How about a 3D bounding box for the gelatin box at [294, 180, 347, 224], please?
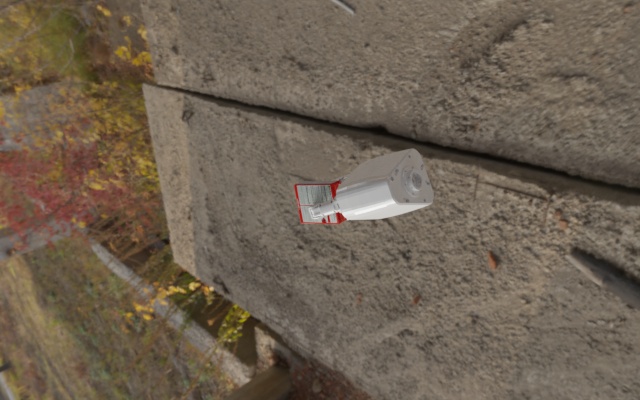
[{"bbox_3d":[0.000,0.003,0.841,0.089,0.073,0.030,0,16,38],"label":"gelatin box"}]
